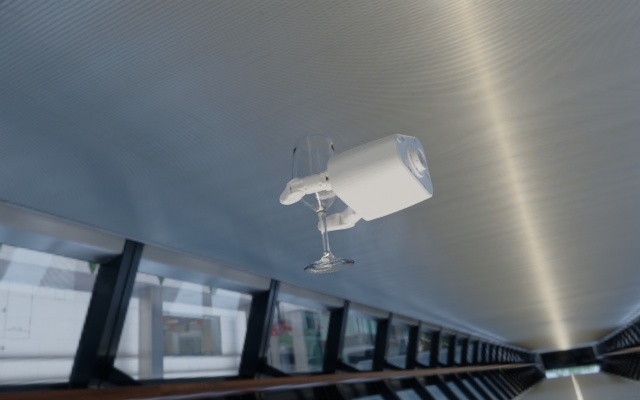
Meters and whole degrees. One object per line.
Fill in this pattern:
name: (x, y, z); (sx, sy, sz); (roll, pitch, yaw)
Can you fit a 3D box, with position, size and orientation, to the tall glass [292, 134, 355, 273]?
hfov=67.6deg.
tall glass: (0.000, 0.003, 0.719); (0.079, 0.201, 0.079); (-7, -21, -3)
